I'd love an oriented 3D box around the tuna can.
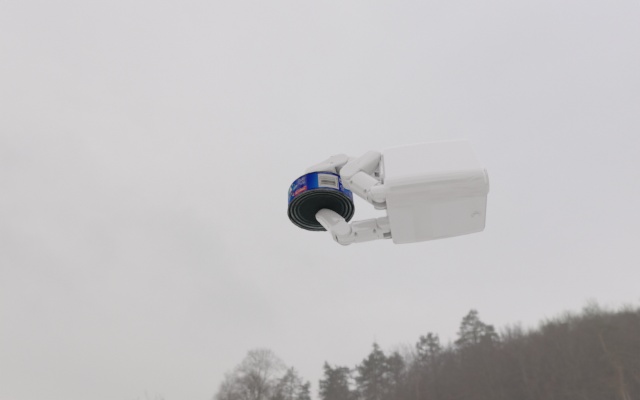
[{"bbox_3d":[0.000,0.002,0.612,0.086,0.033,0.086,-2,-39,-2],"label":"tuna can"}]
